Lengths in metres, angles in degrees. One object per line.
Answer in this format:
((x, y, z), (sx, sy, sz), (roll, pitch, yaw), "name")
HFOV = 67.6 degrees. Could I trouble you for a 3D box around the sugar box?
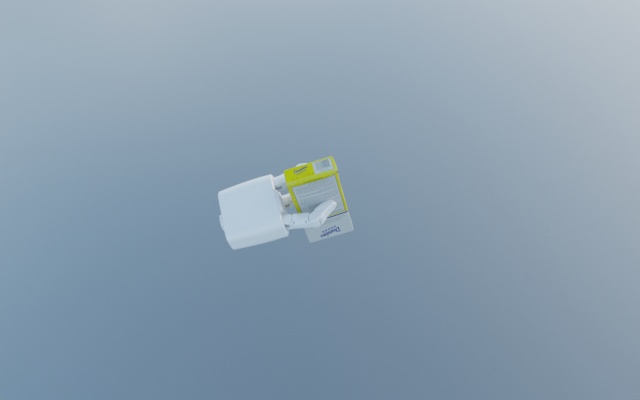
((0.000, 0.002, 0.891), (0.093, 0.048, 0.176), (-16, -39, 2), "sugar box")
